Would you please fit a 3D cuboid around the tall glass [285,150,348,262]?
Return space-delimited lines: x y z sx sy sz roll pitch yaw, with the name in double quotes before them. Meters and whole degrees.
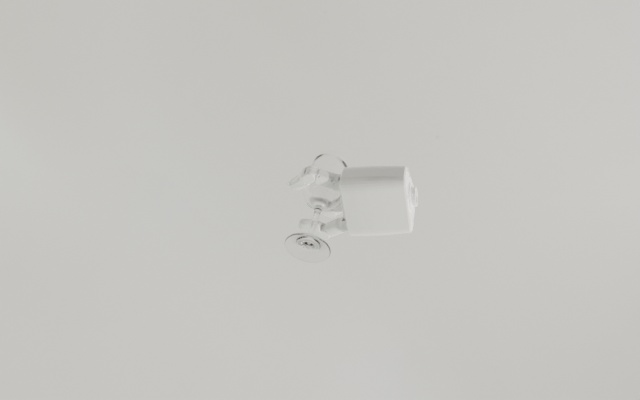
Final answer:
"tall glass" 0.000 0.003 0.814 0.079 0.201 0.079 9 -41 8
